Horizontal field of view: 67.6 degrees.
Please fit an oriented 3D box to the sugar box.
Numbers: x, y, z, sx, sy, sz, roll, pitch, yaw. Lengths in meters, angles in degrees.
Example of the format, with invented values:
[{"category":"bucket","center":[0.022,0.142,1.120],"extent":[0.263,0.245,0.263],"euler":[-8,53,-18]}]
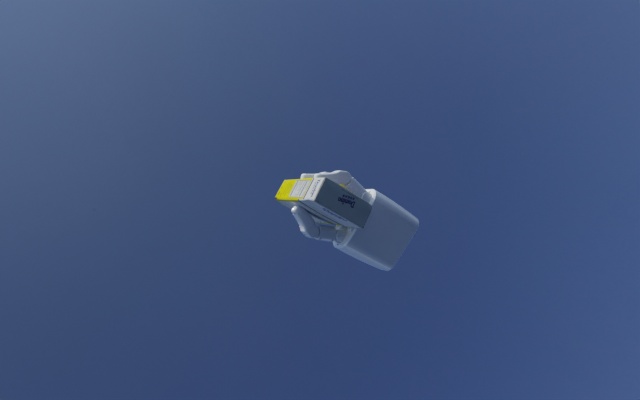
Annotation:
[{"category":"sugar box","center":[0.000,0.002,0.768],"extent":[0.093,0.048,0.176],"euler":[30,-13,-22]}]
